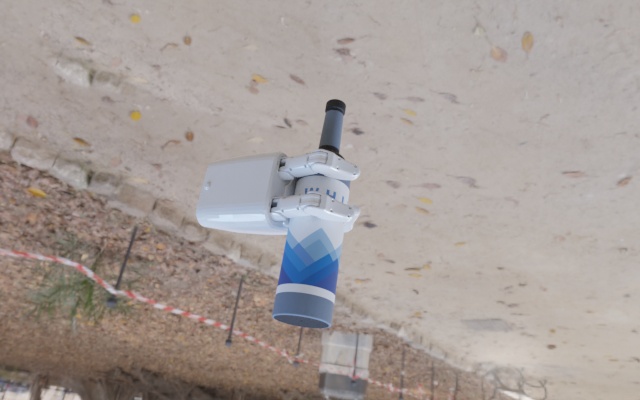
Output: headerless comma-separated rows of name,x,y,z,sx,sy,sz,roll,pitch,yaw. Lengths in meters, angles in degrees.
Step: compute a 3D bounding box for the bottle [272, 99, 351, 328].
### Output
bottle,0.000,0.002,0.588,0.069,0.295,0.069,8,-25,3
